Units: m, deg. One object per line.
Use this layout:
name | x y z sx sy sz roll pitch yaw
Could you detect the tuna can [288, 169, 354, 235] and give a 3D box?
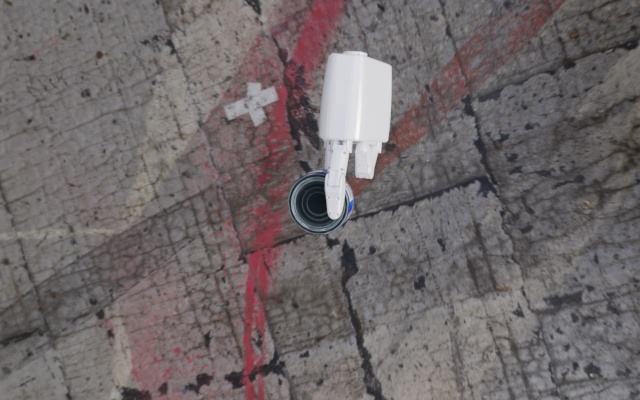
tuna can | 0.000 0.002 0.644 0.086 0.086 0.033 0 10 13
